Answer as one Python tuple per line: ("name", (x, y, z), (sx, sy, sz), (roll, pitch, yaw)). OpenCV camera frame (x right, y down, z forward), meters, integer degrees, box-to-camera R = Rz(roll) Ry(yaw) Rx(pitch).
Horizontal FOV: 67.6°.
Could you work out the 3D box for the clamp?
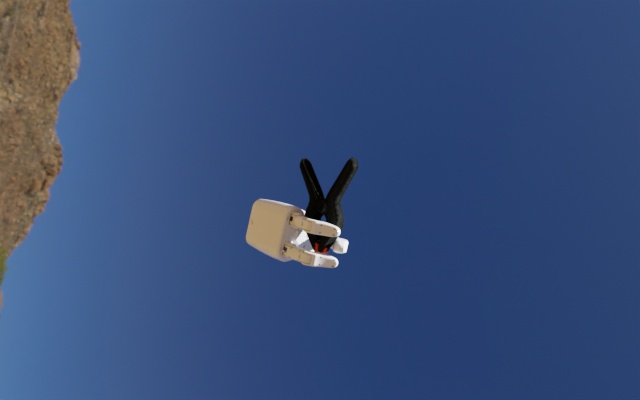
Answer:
("clamp", (0.001, 0.003, 0.826), (0.039, 0.171, 0.120), (11, 4, -45))
